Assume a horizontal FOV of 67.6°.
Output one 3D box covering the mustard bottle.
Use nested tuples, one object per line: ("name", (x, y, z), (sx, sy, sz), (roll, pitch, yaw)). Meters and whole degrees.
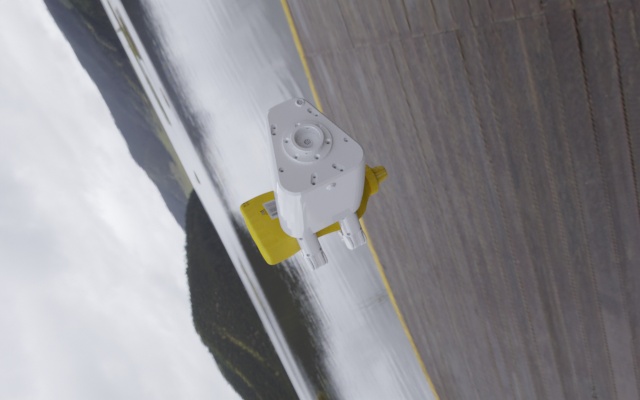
("mustard bottle", (0.000, 0.002, 0.610), (0.191, 0.058, 0.096), (-26, 44, -12))
